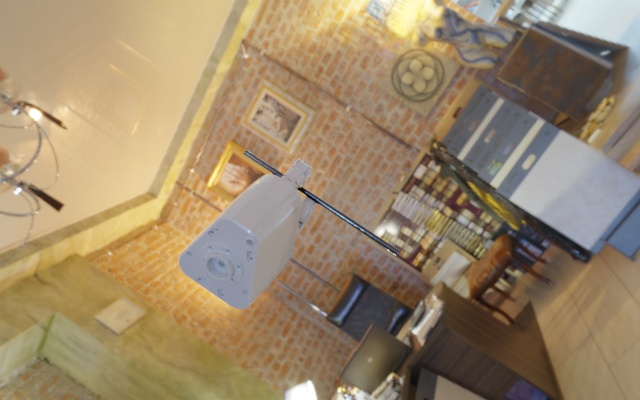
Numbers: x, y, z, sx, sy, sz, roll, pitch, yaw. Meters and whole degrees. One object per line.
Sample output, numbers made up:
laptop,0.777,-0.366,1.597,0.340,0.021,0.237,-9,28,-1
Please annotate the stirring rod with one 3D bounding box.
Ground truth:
stirring rod,0.000,0.002,0.627,0.239,0.011,0.011,33,2,4
